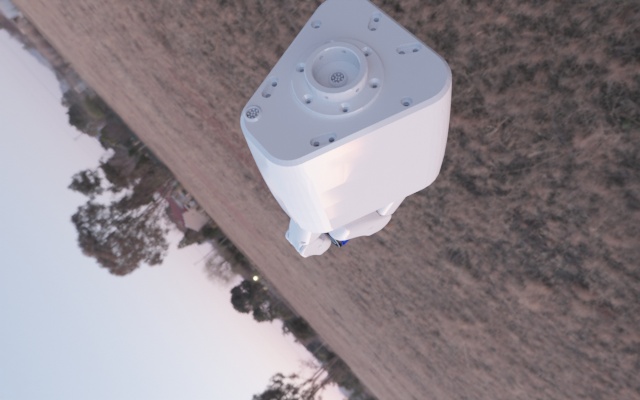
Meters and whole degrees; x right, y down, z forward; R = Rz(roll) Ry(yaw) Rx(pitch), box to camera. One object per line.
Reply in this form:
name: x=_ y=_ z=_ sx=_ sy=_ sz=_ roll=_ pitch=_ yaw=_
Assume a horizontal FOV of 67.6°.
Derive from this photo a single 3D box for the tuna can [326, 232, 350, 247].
tuna can: x=0.000 y=0.002 z=0.429 sx=0.034 sy=0.086 sz=0.086 roll=-44 pitch=6 yaw=-6
